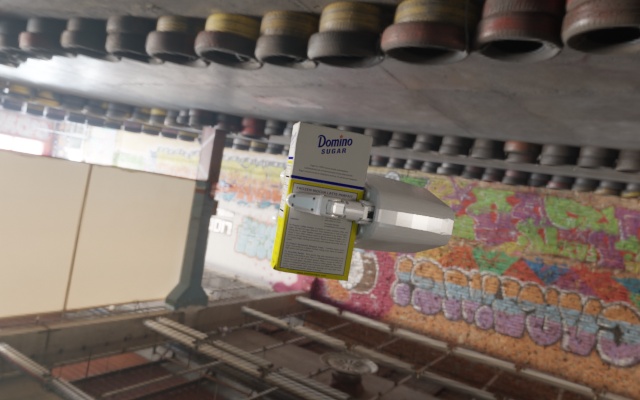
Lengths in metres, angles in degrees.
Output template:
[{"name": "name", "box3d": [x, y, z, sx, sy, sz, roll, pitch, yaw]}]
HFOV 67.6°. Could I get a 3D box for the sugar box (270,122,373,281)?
[{"name": "sugar box", "box3d": [0.000, 0.002, 0.573, 0.093, 0.176, 0.048, 10, 0, -14]}]
